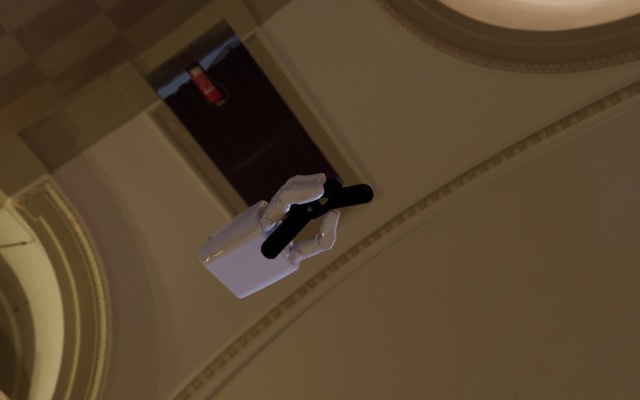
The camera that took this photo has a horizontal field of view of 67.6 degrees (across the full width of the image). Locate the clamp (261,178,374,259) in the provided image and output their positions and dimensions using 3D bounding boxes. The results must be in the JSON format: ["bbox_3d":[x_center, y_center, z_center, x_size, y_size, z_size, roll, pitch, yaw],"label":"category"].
[{"bbox_3d":[0.000,0.003,0.696,0.164,0.036,0.210,-28,14,12],"label":"clamp"}]
